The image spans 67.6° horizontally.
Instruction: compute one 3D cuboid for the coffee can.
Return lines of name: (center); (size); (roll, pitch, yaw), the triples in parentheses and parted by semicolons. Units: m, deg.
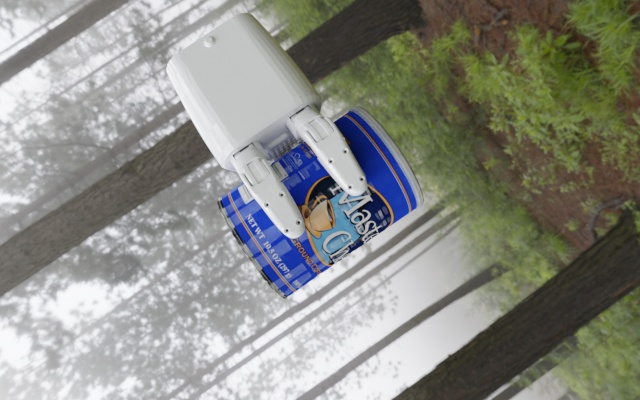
coffee can: (0.000, 0.001, 0.406); (0.140, 0.103, 0.103); (-34, 2, -2)
